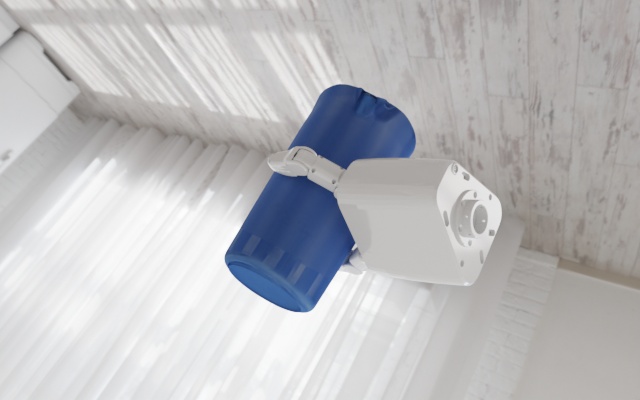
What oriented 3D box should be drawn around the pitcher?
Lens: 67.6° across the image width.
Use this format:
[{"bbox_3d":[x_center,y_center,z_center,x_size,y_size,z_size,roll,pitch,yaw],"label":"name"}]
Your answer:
[{"bbox_3d":[0.000,0.002,0.545,0.145,0.242,0.149,4,-37,46],"label":"pitcher"}]
